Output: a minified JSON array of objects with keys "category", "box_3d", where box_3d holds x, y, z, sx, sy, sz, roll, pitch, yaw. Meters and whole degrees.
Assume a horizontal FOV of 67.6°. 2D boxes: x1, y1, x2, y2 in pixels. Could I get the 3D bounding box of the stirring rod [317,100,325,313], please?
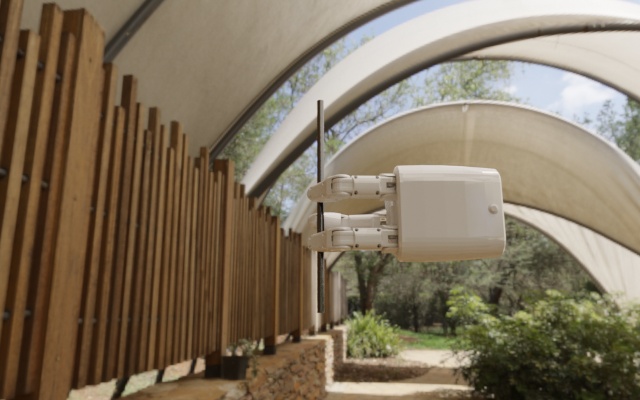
[{"category":"stirring rod","box_3d":[0.000,0.002,0.531,0.011,0.239,0.011,0,-12,0]}]
